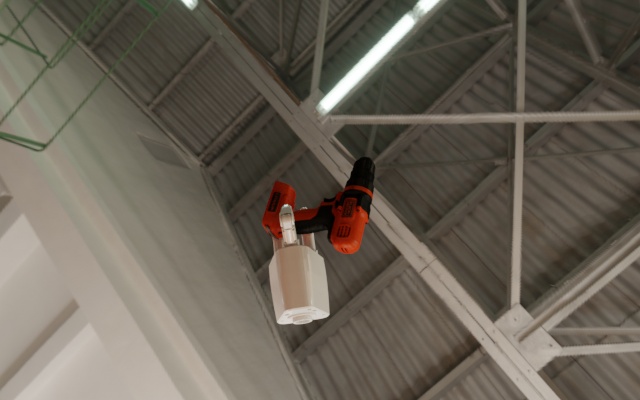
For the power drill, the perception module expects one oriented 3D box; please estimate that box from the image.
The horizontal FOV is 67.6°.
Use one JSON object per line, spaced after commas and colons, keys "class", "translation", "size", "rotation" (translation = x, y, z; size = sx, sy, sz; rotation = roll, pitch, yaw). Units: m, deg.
{"class": "power drill", "translation": [0.000, 0.003, 0.844], "size": [0.187, 0.184, 0.057], "rotation": [-1, -34, 27]}
